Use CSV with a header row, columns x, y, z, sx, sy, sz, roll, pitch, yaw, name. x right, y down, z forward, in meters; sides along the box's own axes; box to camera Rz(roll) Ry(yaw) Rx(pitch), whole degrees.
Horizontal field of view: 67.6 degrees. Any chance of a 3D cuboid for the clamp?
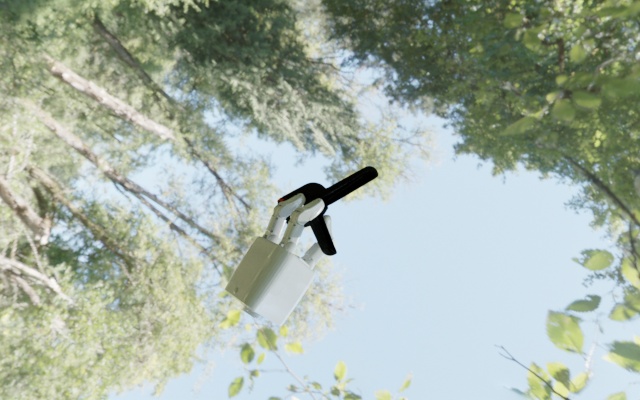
x,y,z,sx,sy,sz,roll,pitch,yaw,name
0.000,0.003,0.822,0.036,0.164,0.210,43,-16,-32,clamp
